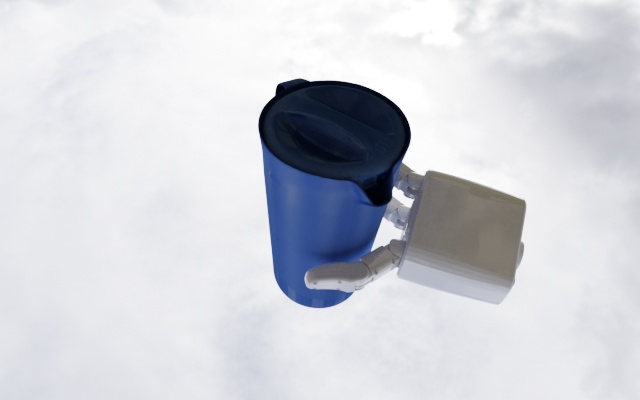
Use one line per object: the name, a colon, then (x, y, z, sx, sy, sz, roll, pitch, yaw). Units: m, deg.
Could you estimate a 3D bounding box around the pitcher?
pitcher: (0.000, 0.002, 0.504, 0.145, 0.149, 0.243, 15, -41, 7)
